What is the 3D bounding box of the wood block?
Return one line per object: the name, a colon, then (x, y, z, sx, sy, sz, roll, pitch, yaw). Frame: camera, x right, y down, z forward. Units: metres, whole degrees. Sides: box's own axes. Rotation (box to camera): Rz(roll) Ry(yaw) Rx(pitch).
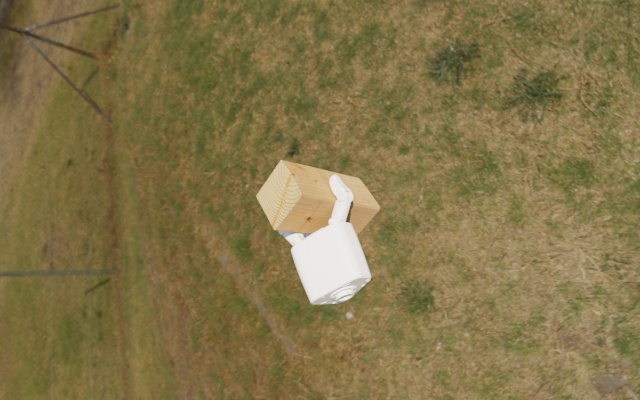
wood block: (0.000, 0.003, 0.886, 0.206, 0.091, 0.090, 10, 38, -45)
